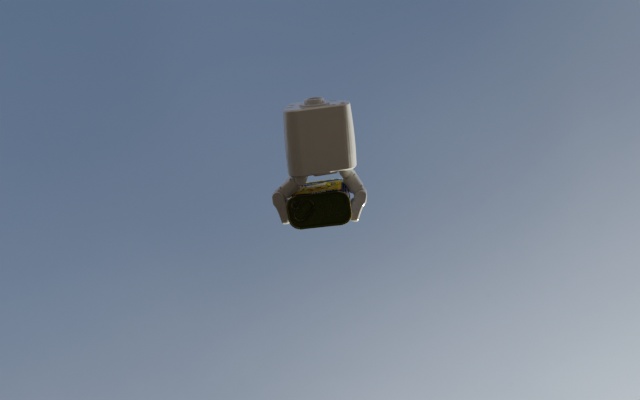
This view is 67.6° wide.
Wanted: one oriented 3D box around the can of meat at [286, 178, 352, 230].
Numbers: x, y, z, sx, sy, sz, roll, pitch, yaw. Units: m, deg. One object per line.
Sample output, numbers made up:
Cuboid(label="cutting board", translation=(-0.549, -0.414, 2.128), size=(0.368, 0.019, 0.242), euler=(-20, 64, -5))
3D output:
Cuboid(label="can of meat", translation=(0.000, 0.003, 0.790), size=(0.102, 0.057, 0.084), euler=(-7, 19, 6))
